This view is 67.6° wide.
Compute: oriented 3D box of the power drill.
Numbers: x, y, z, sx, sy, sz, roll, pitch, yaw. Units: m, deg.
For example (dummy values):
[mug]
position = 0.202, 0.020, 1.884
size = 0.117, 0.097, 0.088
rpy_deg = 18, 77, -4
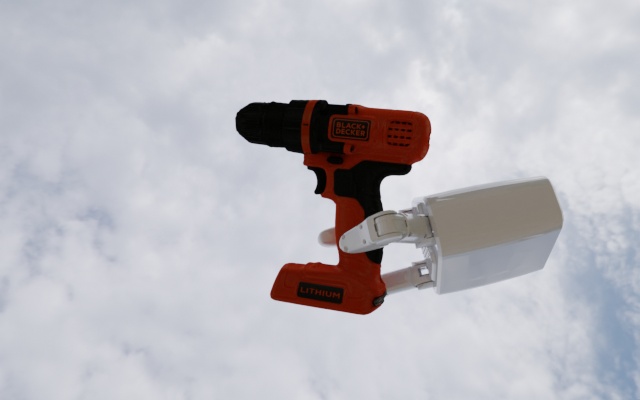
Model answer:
[power drill]
position = 0.000, 0.002, 0.442
size = 0.184, 0.187, 0.057
rpy_deg = 7, 5, 17
